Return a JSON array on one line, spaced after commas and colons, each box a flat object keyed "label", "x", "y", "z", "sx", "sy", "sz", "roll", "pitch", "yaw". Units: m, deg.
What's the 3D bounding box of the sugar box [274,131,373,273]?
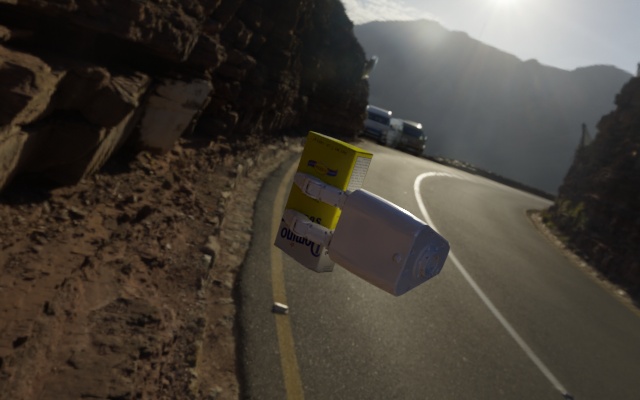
[{"label": "sugar box", "x": 0.000, "y": 0.002, "z": 0.664, "sx": 0.093, "sy": 0.176, "sz": 0.048, "roll": 28, "pitch": 14, "yaw": 38}]
